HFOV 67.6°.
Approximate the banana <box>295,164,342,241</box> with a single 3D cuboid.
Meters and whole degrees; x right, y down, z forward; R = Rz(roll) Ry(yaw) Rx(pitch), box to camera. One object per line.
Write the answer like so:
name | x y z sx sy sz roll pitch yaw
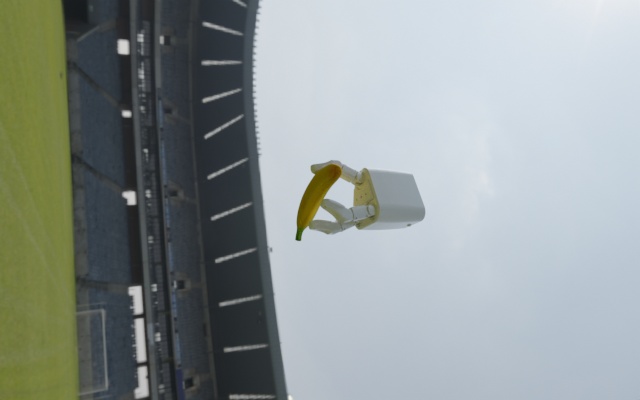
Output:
banana | -0.004 -0.009 0.866 0.037 0.069 0.198 6 -44 -21
